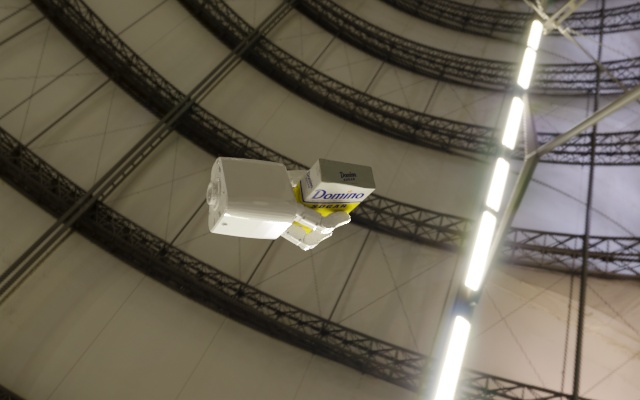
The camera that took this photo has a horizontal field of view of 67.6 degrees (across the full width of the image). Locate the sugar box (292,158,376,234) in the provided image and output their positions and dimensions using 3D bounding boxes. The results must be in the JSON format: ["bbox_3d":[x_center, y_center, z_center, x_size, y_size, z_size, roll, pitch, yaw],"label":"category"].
[{"bbox_3d":[0.000,0.003,0.751,0.093,0.048,0.176,6,-29,-27],"label":"sugar box"}]
